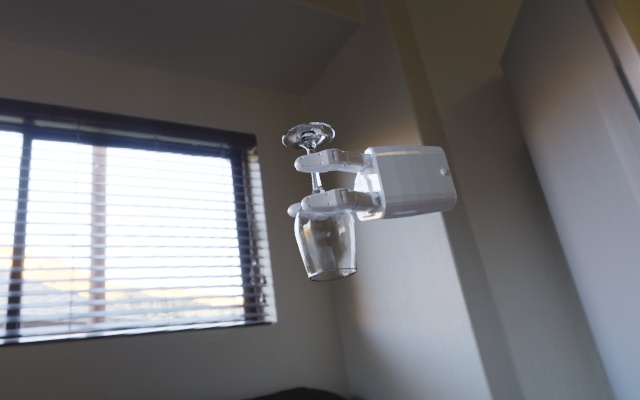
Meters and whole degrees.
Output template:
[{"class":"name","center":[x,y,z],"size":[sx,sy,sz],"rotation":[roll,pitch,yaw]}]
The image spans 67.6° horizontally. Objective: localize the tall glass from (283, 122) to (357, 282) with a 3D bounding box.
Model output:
[{"class":"tall glass","center":[0.000,0.001,0.634],"size":[0.079,0.201,0.079],"rotation":[-9,-20,-3]}]
